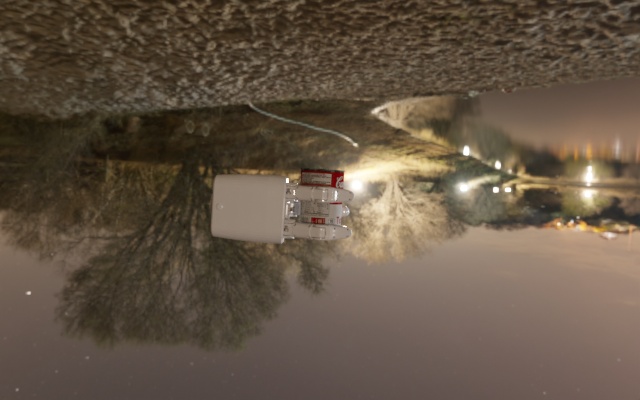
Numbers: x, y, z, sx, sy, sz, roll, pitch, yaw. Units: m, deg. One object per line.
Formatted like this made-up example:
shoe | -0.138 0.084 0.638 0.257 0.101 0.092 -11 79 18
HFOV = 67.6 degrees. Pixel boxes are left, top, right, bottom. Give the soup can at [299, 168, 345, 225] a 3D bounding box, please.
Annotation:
soup can | 0.001 0.003 0.735 0.068 0.102 0.068 4 2 0
